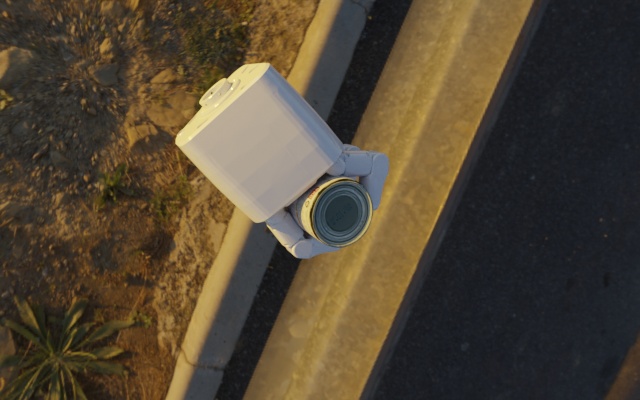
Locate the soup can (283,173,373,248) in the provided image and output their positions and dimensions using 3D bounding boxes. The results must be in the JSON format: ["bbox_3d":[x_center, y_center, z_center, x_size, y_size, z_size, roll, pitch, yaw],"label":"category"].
[{"bbox_3d":[0.000,0.002,0.487,0.068,0.068,0.102,0,13,-26],"label":"soup can"}]
